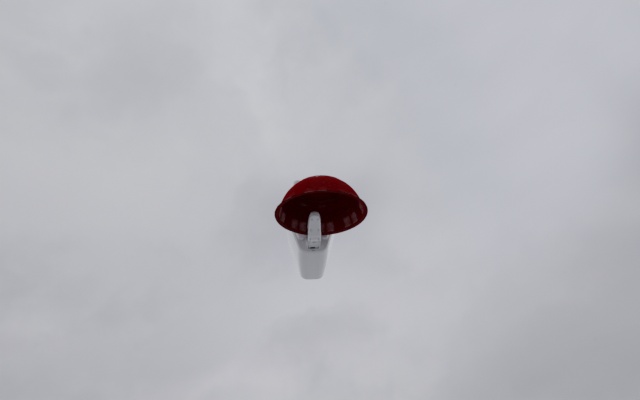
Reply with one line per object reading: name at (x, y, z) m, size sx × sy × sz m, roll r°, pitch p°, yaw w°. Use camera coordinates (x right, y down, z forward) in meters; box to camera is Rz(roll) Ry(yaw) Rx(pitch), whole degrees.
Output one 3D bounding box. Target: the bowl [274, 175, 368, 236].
bowl at (0.001, 0.002, 0.836) m, size 0.162 × 0.055 × 0.162 m, roll -2°, pitch -30°, yaw -1°
